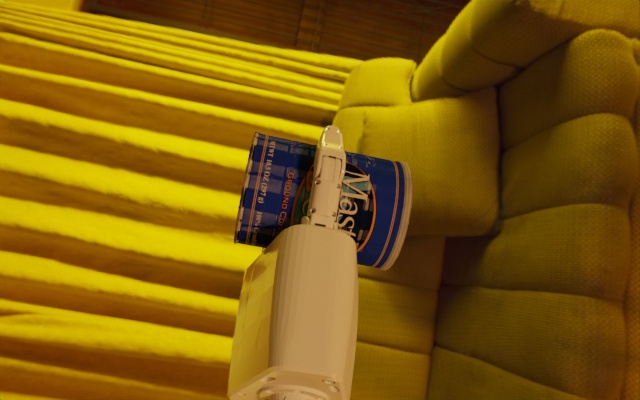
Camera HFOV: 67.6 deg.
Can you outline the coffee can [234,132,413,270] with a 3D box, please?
[{"bbox_3d":[0.000,0.001,0.437,0.140,0.103,0.103,11,-1,-7],"label":"coffee can"}]
